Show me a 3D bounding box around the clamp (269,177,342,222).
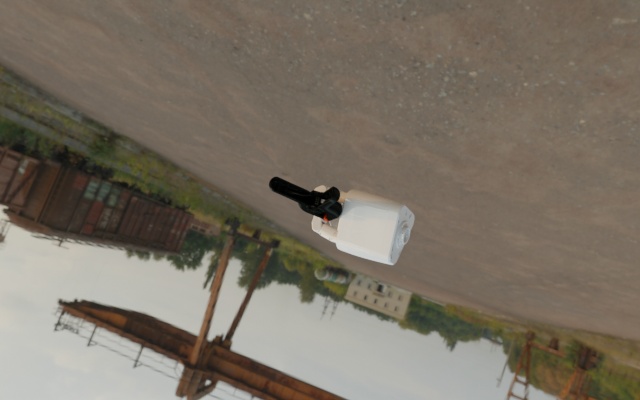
[{"bbox_3d":[0.000,0.003,0.818,0.120,0.039,0.171,15,-9,29],"label":"clamp"}]
